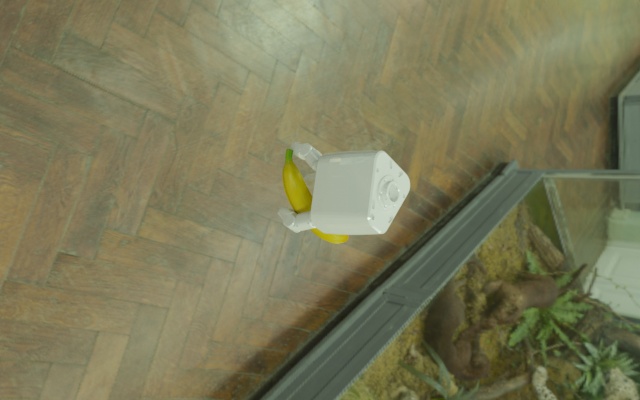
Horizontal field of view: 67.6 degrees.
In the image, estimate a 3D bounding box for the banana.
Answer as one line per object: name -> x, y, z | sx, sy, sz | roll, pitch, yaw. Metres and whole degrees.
banana -> -0.010, 0.012, 0.777 | 0.037, 0.198, 0.069 | -5, 37, 42
